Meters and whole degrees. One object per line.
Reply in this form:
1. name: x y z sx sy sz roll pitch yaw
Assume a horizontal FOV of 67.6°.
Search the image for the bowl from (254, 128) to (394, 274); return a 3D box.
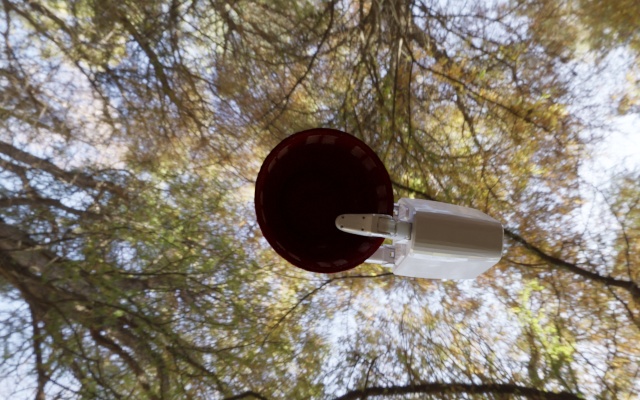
1. bowl: -0.001 0.001 0.548 0.162 0.162 0.055 0 -6 -17
